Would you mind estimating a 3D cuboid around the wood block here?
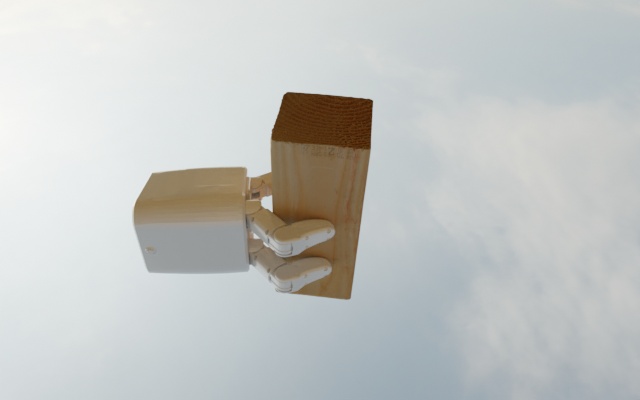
[{"bbox_3d":[0.000,0.002,0.504,0.090,0.206,0.090,5,41,2],"label":"wood block"}]
